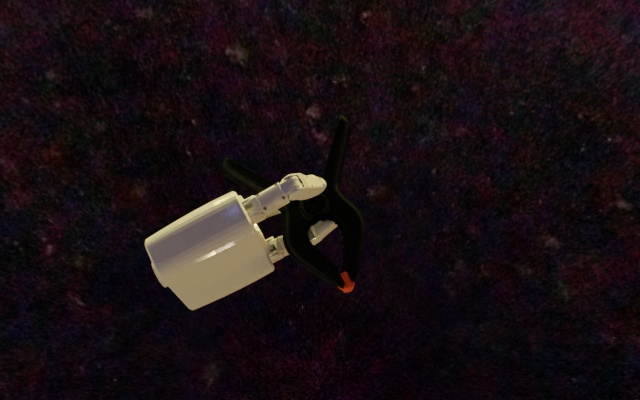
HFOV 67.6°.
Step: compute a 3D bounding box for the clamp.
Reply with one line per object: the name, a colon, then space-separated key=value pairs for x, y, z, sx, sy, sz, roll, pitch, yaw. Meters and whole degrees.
clamp: x=0.000 y=0.002 z=0.554 sx=0.164 sy=0.210 sz=0.036 roll=-28 pitch=-19 yaw=-9
